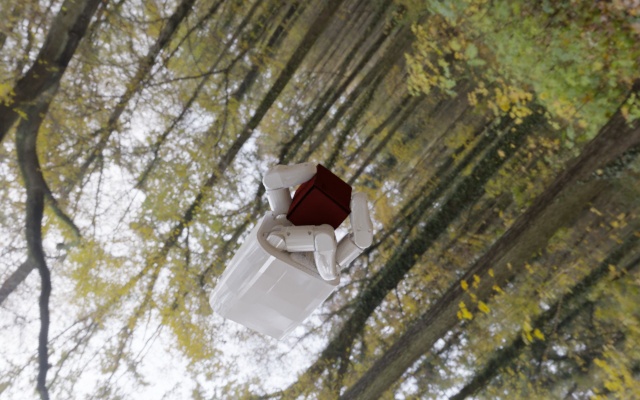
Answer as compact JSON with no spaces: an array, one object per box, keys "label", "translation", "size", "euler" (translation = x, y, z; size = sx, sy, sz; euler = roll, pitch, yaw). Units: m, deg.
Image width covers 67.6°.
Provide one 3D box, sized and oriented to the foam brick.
[{"label":"foam brick","translation":[0.000,0.002,0.540],"size":[0.053,0.051,0.078],"euler":[37,20,-9]}]
